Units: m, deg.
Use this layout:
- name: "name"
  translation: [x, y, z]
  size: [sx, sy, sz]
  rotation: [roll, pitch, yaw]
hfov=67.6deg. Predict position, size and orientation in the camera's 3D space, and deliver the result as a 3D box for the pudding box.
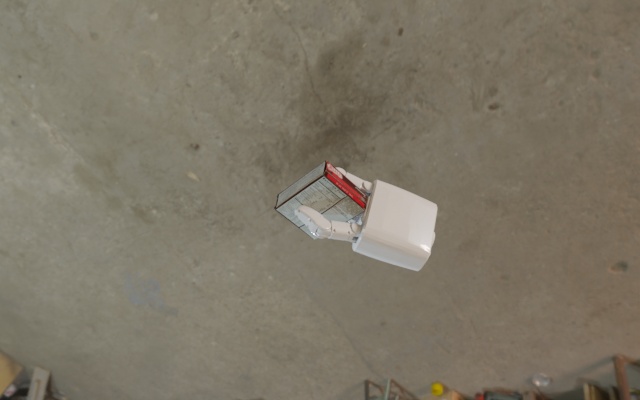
- name: "pudding box"
  translation: [0.000, 0.002, 0.717]
  size: [0.090, 0.039, 0.113]
  rotation: [40, -54, -23]
